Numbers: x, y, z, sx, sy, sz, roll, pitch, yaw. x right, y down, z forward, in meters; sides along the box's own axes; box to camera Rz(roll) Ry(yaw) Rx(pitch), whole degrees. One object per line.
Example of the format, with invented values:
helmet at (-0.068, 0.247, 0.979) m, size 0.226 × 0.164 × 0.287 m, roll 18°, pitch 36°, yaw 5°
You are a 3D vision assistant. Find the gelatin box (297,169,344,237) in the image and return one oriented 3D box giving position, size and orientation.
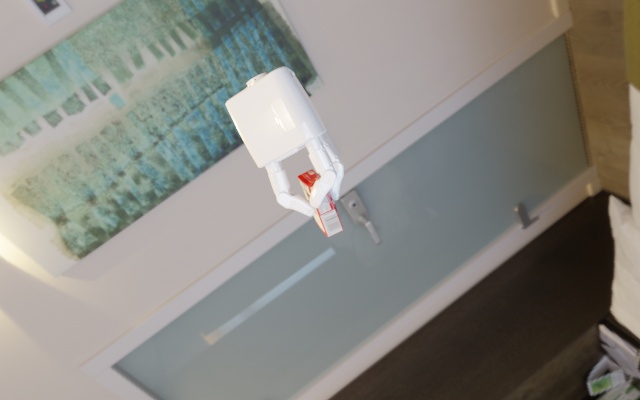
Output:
gelatin box at (0.000, 0.003, 0.730) m, size 0.030 × 0.089 × 0.073 m, roll -24°, pitch 19°, yaw -7°
